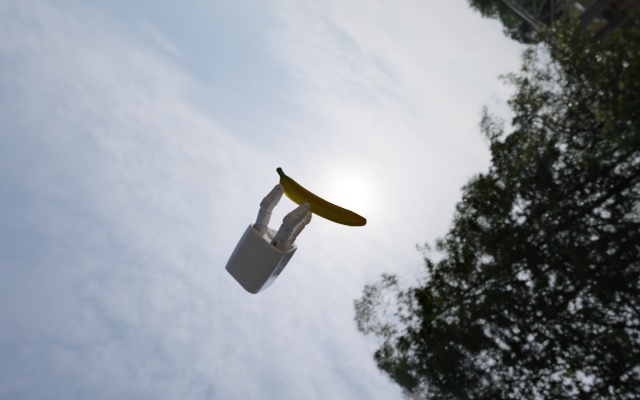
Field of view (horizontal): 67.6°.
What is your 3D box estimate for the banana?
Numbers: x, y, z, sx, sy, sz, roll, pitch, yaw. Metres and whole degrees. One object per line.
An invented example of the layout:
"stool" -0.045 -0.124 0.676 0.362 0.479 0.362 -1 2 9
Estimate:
"banana" -0.004 0.006 0.916 0.198 0.037 0.070 29 -15 2
